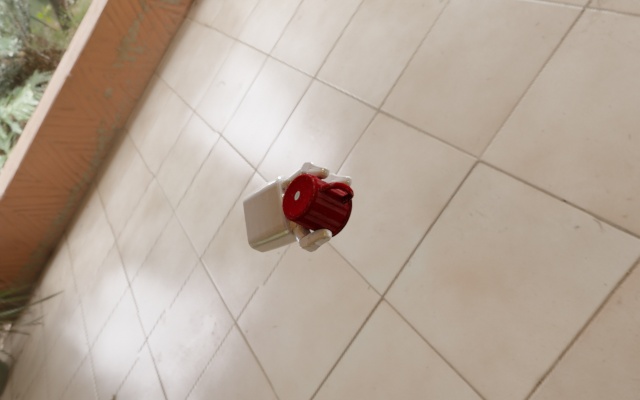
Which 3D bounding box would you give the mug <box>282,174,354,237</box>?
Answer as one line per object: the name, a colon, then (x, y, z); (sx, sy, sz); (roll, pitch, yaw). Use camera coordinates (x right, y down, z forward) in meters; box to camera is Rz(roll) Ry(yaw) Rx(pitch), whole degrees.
mug: (0.001, 0.002, 0.776); (0.117, 0.093, 0.081); (-27, -39, 37)
